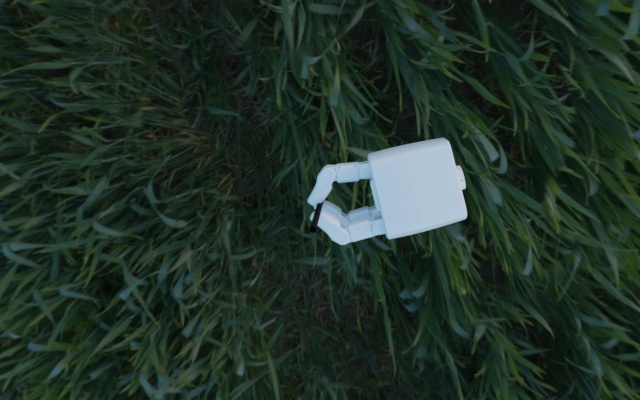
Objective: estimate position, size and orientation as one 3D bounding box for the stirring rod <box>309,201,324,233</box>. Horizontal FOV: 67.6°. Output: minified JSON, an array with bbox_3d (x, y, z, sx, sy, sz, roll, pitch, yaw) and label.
[{"bbox_3d":[0.000,0.002,0.662,0.011,0.011,0.239,0,15,4],"label":"stirring rod"}]
